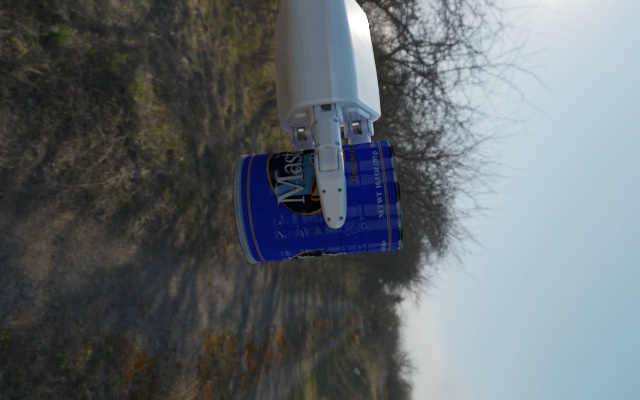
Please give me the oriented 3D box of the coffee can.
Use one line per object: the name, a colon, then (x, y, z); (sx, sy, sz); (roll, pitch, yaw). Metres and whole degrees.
coffee can: (0.000, 0.002, 0.446); (0.140, 0.103, 0.103); (-6, -1, 4)
